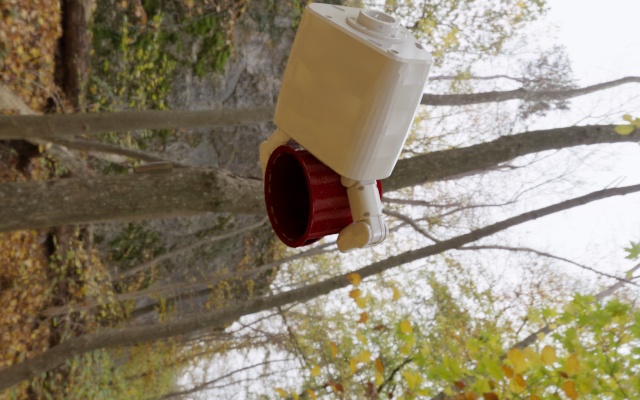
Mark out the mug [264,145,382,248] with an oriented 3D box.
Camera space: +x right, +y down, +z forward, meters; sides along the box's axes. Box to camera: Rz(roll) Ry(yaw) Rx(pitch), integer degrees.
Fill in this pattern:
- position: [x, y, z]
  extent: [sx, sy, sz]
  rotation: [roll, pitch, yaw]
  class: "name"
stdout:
- position: [0.000, 0.003, 0.457]
  extent: [0.081, 0.117, 0.093]
  rotation: [-8, 44, -31]
  class: "mug"
